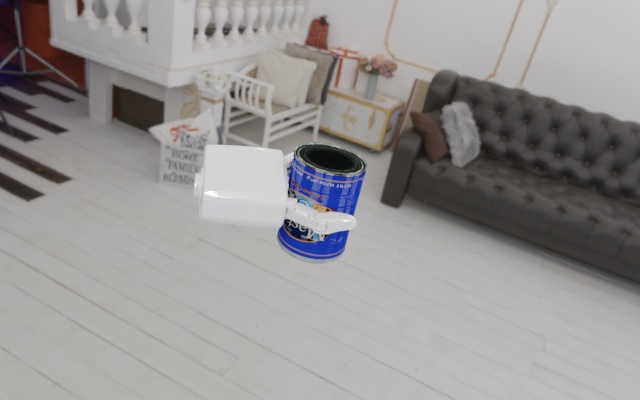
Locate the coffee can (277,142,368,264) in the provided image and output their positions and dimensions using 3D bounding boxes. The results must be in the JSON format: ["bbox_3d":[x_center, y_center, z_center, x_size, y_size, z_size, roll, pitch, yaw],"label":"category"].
[{"bbox_3d":[0.000,0.002,0.672,0.103,0.140,0.102,10,27,-5],"label":"coffee can"}]
